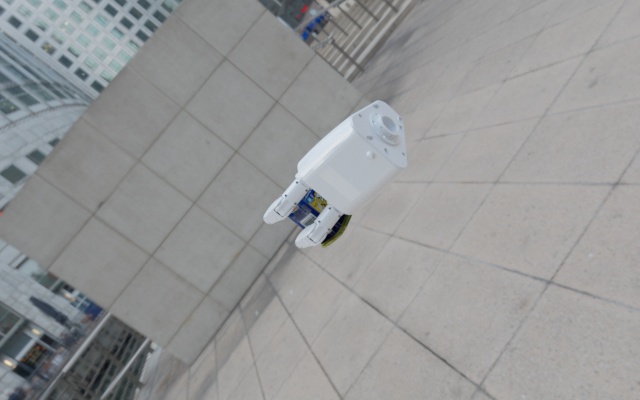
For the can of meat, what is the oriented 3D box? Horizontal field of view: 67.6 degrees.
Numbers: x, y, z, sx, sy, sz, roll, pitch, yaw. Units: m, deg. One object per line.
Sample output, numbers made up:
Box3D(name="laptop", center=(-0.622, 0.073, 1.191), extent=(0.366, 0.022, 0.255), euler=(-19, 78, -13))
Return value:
Box3D(name="can of meat", center=(0.000, 0.002, 0.682), extent=(0.084, 0.102, 0.057), euler=(40, -45, -12))
